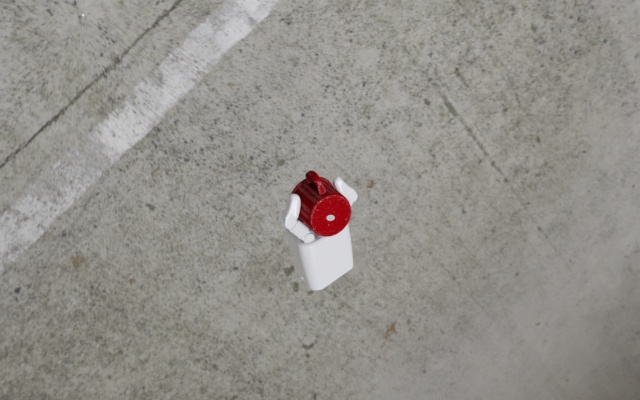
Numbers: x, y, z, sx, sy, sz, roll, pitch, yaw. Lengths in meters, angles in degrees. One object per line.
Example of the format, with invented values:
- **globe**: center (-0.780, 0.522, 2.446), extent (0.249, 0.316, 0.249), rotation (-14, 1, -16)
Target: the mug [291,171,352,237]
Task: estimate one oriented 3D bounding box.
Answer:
- **mug**: center (0.000, 0.002, 0.837), extent (0.093, 0.117, 0.081), rotation (-21, 29, -18)
